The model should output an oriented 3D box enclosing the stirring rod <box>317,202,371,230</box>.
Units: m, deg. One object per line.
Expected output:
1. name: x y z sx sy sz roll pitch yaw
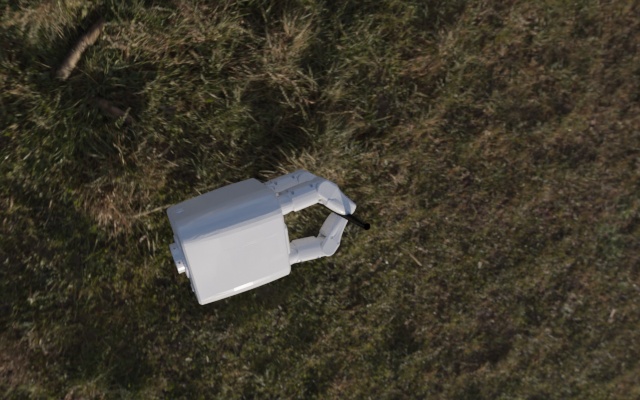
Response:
1. stirring rod: 0.000 0.002 0.609 0.011 0.011 0.239 0 12 -25
